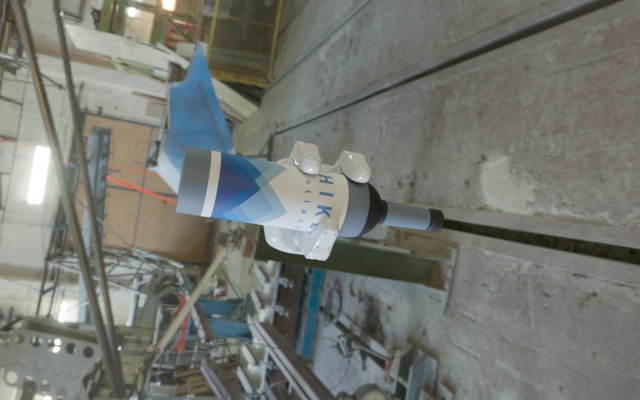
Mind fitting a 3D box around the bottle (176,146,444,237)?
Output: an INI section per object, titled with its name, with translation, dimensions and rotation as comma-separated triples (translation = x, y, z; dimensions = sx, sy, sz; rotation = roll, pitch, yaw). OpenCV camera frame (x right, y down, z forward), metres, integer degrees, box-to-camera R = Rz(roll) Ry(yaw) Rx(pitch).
[bottle]
translation = 0.000, 0.002, 0.517
dimensions = 0.296, 0.069, 0.069
rotation = 9, -3, -18
